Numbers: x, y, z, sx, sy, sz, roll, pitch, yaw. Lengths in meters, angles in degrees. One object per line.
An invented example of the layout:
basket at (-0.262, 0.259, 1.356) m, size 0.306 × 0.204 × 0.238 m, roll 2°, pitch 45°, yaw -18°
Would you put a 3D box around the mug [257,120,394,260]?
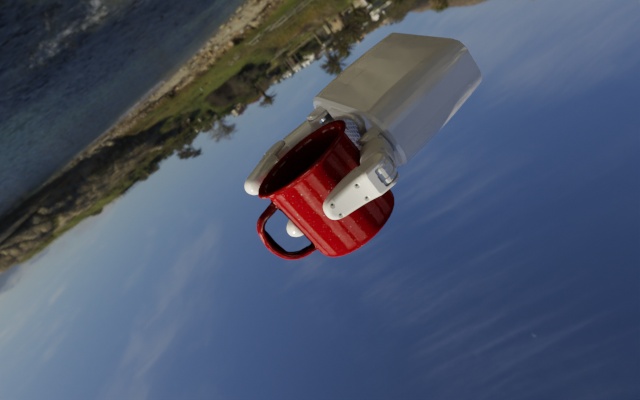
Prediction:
mug at (-0.001, 0.002, 0.402) m, size 0.117 × 0.081 × 0.093 m, roll -45°, pitch 19°, yaw -9°
